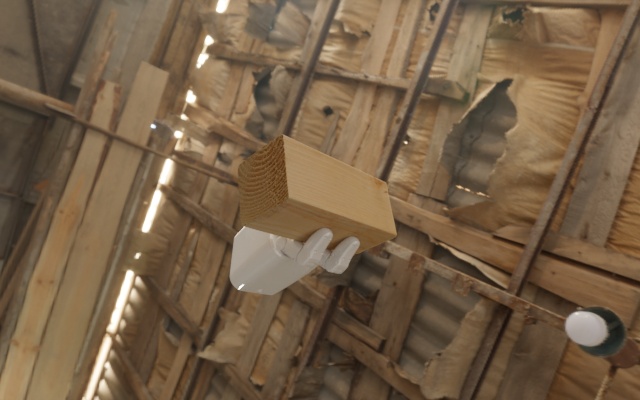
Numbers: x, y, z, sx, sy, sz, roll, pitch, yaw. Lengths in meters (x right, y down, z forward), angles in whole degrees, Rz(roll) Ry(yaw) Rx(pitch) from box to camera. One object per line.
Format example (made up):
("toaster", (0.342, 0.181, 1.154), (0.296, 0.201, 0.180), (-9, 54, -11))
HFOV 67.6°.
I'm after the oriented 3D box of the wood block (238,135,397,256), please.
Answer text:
("wood block", (0.000, 0.002, 0.642), (0.090, 0.090, 0.206), (-29, -34, 35))
